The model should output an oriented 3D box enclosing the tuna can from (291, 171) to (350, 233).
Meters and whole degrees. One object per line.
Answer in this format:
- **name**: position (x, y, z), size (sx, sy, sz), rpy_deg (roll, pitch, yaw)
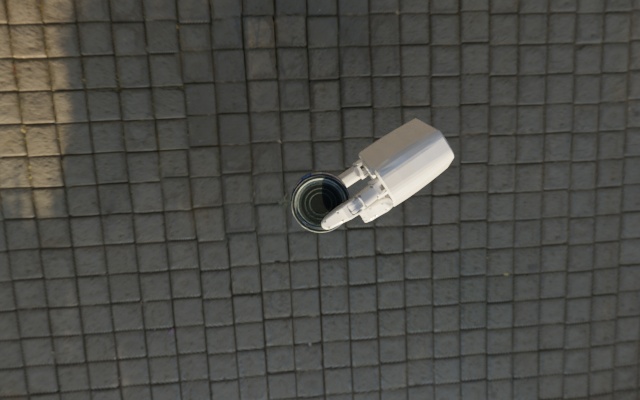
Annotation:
- **tuna can**: position (0.000, 0.002, 0.683), size (0.086, 0.086, 0.033), rpy_deg (0, 11, -1)
